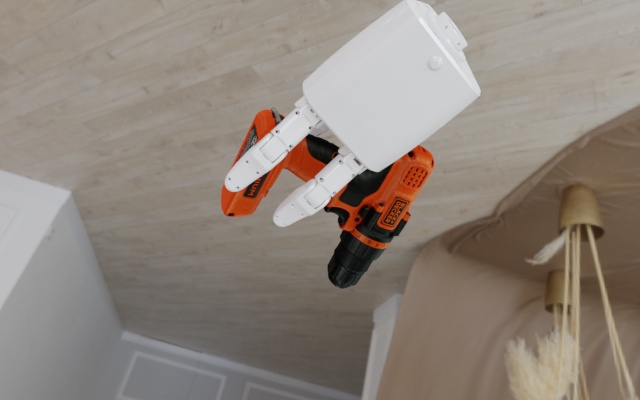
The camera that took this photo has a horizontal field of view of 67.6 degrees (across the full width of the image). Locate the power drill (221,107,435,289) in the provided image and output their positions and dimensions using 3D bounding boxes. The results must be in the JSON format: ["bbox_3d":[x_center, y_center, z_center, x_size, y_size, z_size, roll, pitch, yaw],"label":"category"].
[{"bbox_3d":[0.000,0.001,0.483,0.188,0.184,0.057,17,24,-25],"label":"power drill"}]
